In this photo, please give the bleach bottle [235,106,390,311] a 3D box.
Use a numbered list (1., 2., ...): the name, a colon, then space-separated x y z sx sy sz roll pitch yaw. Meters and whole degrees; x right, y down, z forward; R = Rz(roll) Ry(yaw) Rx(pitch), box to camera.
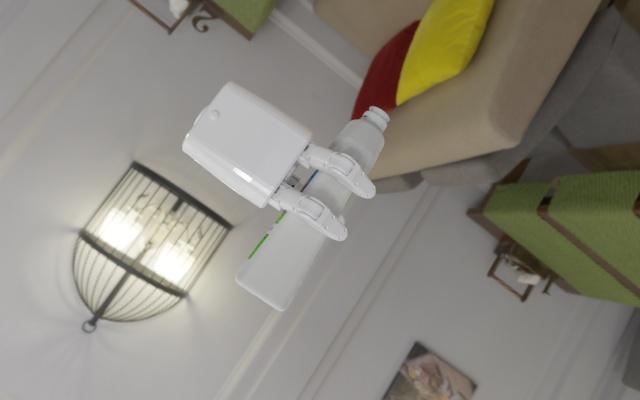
1. bleach bottle: 0.000 0.002 0.546 0.068 0.251 0.102 34 -11 -2
